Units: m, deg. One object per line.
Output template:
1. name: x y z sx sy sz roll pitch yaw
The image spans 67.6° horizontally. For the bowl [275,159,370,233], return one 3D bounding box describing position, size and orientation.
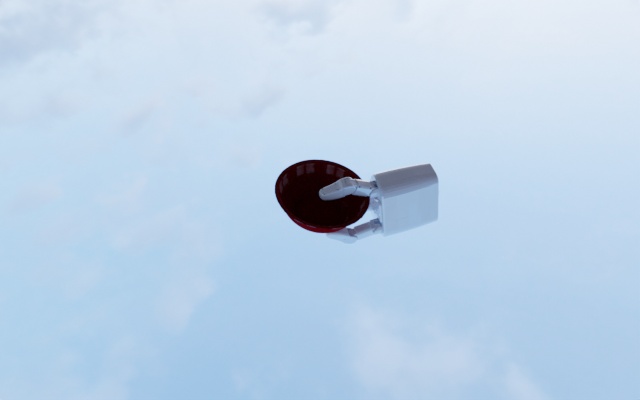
1. bowl: -0.001 0.003 0.818 0.162 0.162 0.055 0 -43 -12
